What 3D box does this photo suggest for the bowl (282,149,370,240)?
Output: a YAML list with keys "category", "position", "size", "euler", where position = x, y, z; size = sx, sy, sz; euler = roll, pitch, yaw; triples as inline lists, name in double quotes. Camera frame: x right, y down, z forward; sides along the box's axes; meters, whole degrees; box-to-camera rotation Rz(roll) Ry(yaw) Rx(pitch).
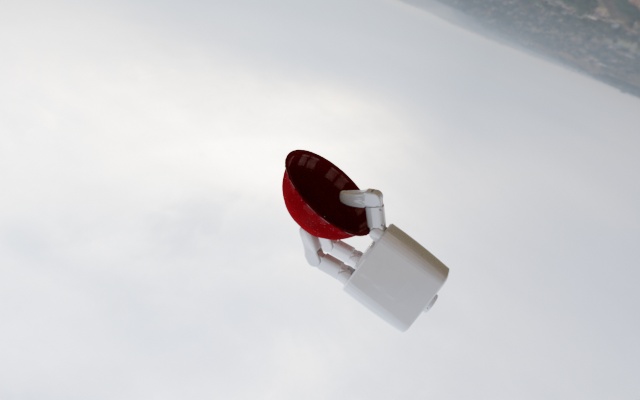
- category: "bowl"
  position: [-0.001, 0.002, 0.686]
  size: [0.055, 0.162, 0.162]
  euler: [-46, -25, 27]
